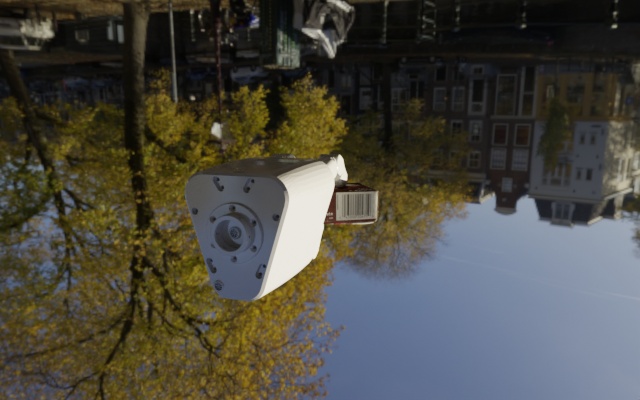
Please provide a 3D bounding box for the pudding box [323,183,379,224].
[{"bbox_3d":[0.000,0.002,0.543,0.113,0.039,0.090,0,9,-9],"label":"pudding box"}]
